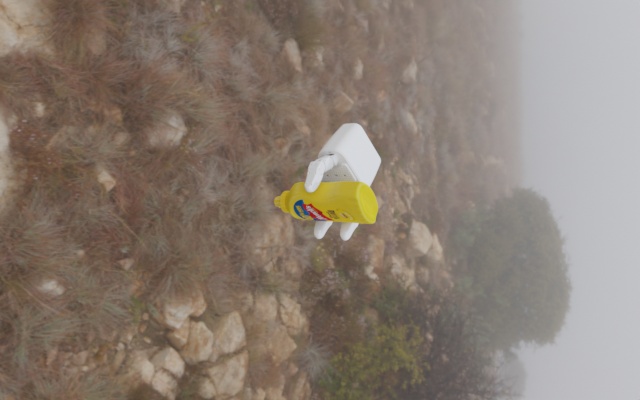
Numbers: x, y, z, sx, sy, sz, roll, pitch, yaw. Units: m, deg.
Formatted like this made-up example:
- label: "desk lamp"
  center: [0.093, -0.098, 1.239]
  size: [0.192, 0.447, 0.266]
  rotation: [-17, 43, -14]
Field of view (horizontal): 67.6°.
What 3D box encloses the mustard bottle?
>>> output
- label: "mustard bottle"
  center: [0.000, 0.003, 0.859]
  size: [0.191, 0.058, 0.096]
  rotation: [1, -28, 29]
